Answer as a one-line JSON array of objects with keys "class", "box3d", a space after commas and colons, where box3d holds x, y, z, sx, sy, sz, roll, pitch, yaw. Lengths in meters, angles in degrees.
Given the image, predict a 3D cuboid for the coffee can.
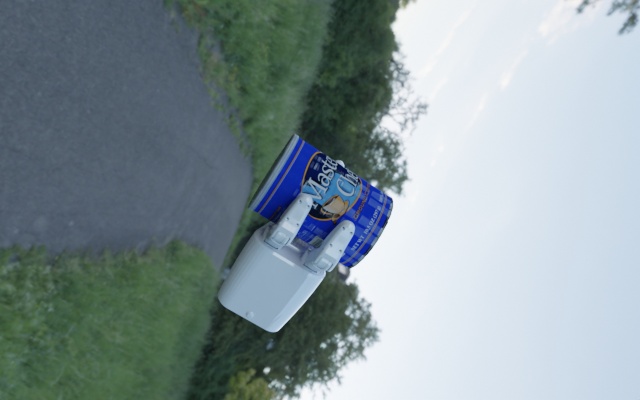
[{"class": "coffee can", "box3d": [0.000, 0.002, 0.568, 0.140, 0.103, 0.103, 32, -6, -9]}]
